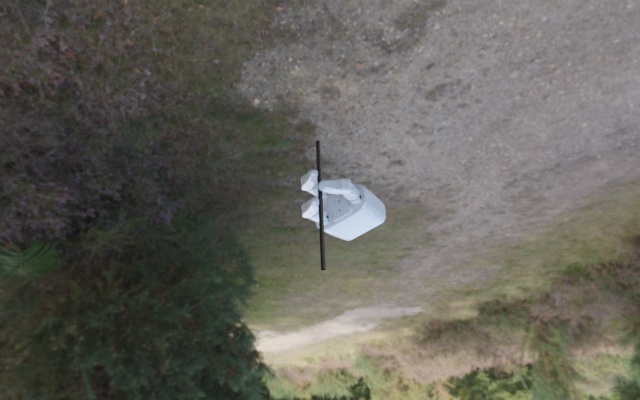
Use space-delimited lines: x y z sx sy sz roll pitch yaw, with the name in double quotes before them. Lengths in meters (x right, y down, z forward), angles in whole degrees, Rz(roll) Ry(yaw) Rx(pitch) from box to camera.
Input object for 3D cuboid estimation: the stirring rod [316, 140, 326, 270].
"stirring rod" 0.000 0.003 0.831 0.011 0.239 0.011 -2 -22 -1
